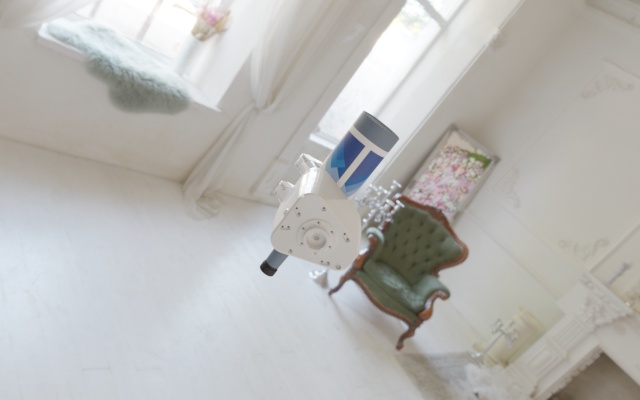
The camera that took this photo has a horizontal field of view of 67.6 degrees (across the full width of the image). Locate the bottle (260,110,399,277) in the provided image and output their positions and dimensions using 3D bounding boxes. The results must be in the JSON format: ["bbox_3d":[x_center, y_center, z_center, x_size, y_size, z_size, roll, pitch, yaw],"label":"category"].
[{"bbox_3d":[0.000,0.002,0.723,0.069,0.296,0.069,34,18,-12],"label":"bottle"}]
